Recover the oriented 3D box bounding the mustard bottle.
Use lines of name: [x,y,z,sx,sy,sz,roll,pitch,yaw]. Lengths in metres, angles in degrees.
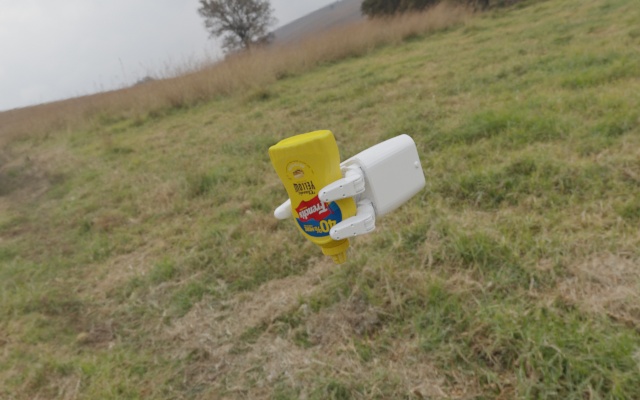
mustard bottle: [0.000,0.002,0.672,0.096,0.192,0.058,-8,20,33]
